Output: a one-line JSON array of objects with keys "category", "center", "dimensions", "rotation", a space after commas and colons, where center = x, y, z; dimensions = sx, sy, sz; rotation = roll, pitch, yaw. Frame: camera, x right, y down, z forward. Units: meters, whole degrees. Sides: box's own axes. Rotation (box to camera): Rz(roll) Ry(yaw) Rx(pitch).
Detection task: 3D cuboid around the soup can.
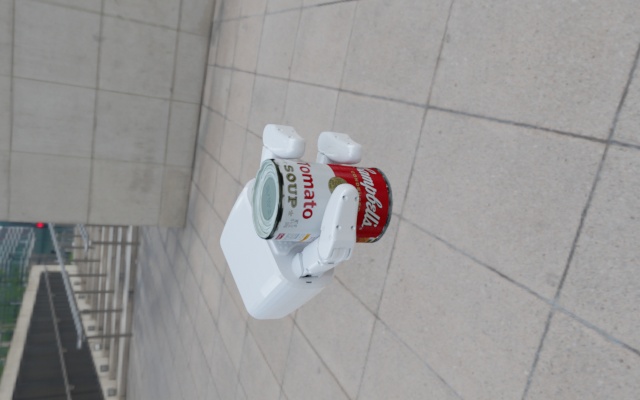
[{"category": "soup can", "center": [0.000, 0.001, 0.404], "dimensions": [0.102, 0.068, 0.068], "rotation": [4, -2, -26]}]
